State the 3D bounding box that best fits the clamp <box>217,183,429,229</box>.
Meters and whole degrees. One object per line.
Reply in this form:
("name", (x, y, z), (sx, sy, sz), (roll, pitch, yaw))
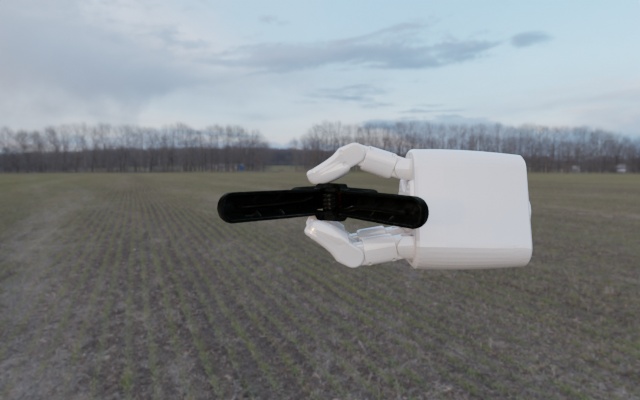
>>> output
("clamp", (0.000, 0.001, 0.456), (0.164, 0.036, 0.210), (2, 4, 0))
